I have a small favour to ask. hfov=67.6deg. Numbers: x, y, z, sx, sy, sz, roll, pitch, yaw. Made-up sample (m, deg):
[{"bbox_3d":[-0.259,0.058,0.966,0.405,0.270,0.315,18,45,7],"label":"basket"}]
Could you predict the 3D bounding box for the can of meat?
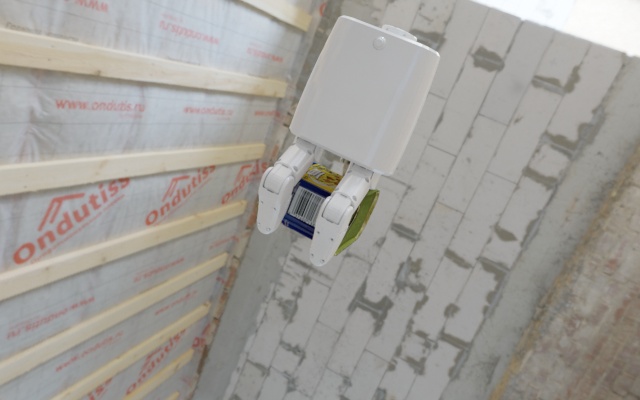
[{"bbox_3d":[0.000,0.001,0.455,0.084,0.057,0.102,27,16,14],"label":"can of meat"}]
